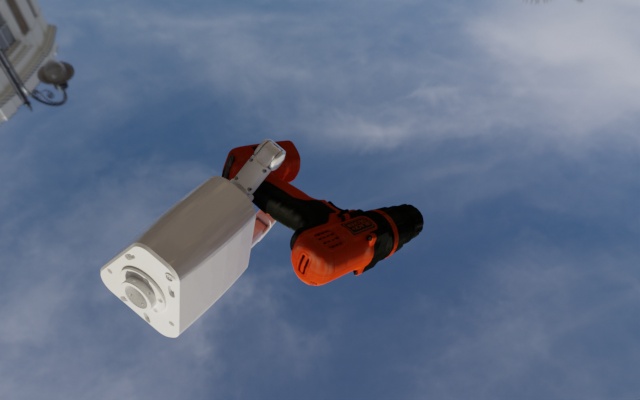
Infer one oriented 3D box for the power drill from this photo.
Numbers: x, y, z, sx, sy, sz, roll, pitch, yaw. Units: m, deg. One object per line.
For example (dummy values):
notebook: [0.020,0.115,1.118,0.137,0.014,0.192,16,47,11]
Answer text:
power drill: [0.000,0.002,0.510,0.187,0.057,0.184,36,32,31]
